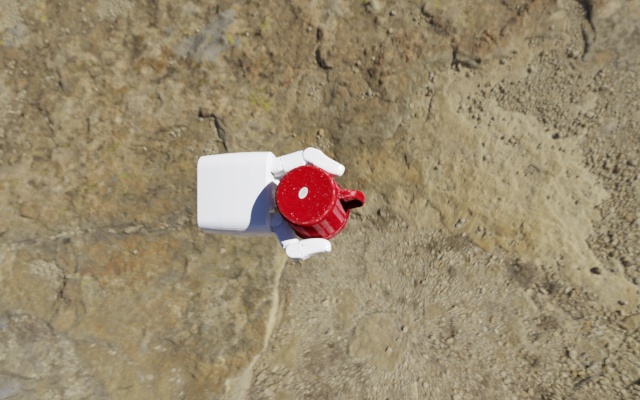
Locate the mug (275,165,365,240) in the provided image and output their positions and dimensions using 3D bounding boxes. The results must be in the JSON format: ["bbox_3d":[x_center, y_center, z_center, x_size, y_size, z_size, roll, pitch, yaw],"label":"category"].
[{"bbox_3d":[0.001,0.002,0.632,0.117,0.093,0.081,-3,-16,11],"label":"mug"}]
